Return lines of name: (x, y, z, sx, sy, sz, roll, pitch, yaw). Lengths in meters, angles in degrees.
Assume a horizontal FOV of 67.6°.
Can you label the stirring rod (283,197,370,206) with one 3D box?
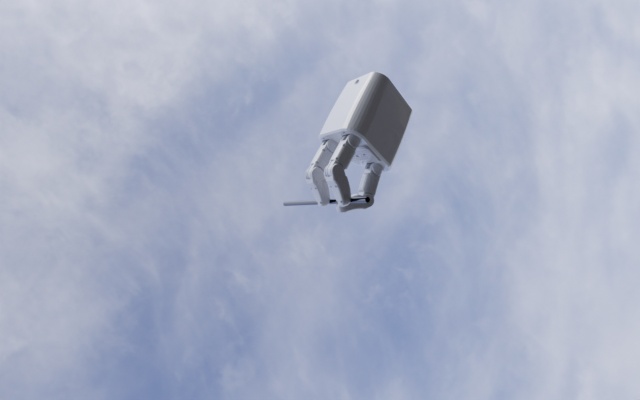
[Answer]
stirring rod: (0.000, 0.002, 0.730, 0.011, 0.011, 0.239, 0, -2, -31)
